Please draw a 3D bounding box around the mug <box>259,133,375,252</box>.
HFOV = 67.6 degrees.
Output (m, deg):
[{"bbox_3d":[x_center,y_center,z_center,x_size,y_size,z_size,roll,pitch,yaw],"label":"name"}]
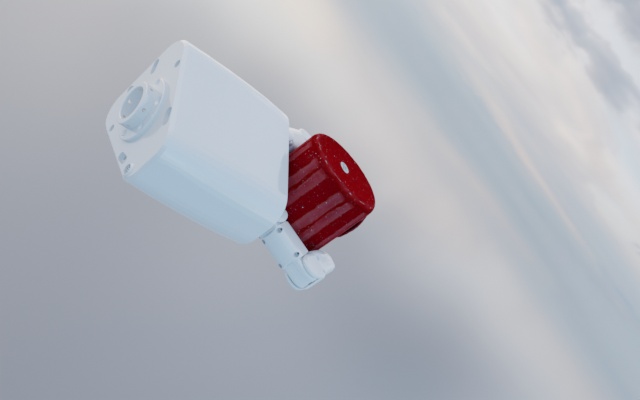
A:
[{"bbox_3d":[0.001,0.002,0.421,0.081,0.093,0.117,-36,-43,20],"label":"mug"}]
